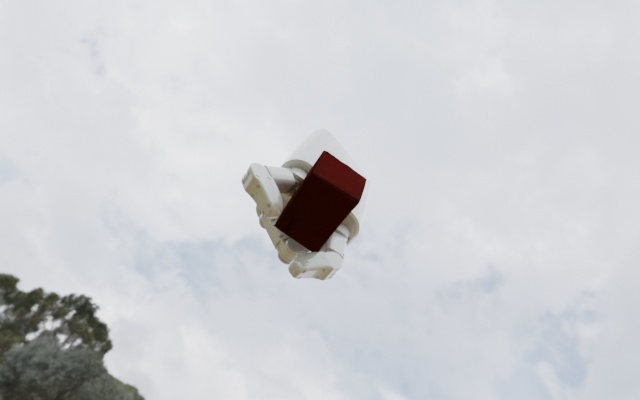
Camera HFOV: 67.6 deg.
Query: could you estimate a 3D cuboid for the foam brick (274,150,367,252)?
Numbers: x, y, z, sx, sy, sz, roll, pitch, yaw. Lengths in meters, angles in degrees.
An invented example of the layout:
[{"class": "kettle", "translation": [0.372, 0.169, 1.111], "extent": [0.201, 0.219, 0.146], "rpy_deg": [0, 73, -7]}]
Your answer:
[{"class": "foam brick", "translation": [0.000, 0.001, 0.463], "extent": [0.053, 0.078, 0.051], "rpy_deg": [35, 33, -5]}]
